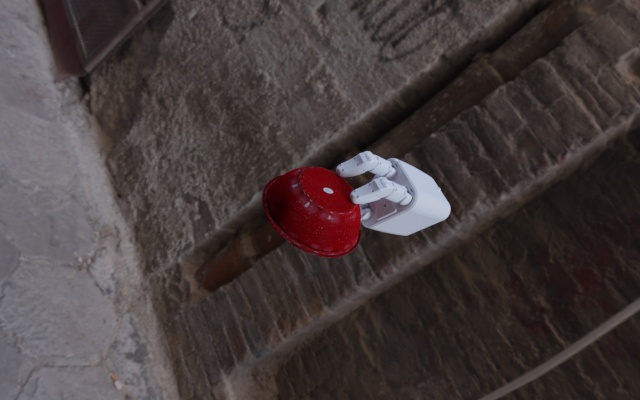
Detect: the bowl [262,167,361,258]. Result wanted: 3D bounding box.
[{"bbox_3d":[-0.001,0.002,0.687,0.162,0.162,0.055,0,-42,-36],"label":"bowl"}]
